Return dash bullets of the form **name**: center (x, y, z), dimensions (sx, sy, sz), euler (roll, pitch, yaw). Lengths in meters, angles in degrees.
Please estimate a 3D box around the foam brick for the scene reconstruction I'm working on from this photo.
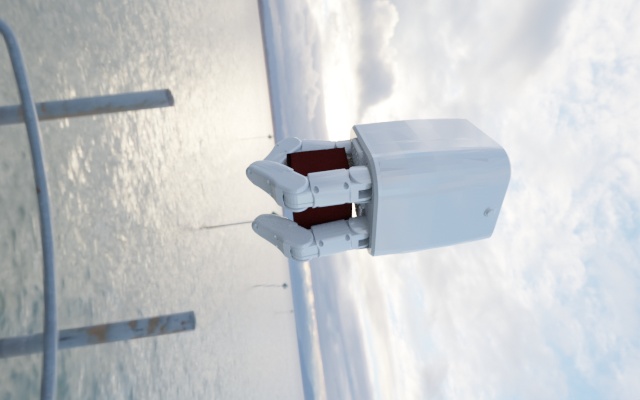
- **foam brick**: center (0.000, 0.002, 0.418), dimensions (0.051, 0.078, 0.053), euler (-6, 44, -3)
